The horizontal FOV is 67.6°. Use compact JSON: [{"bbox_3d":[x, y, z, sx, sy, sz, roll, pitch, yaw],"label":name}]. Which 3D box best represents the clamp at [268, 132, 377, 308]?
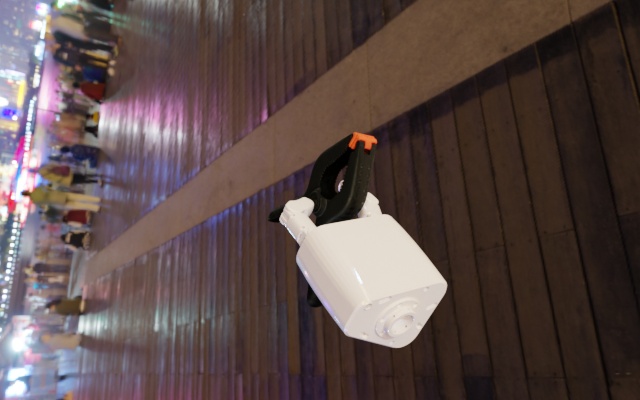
[{"bbox_3d":[0.000,0.002,0.590,0.036,0.210,0.164,6,31,-37],"label":"clamp"}]
